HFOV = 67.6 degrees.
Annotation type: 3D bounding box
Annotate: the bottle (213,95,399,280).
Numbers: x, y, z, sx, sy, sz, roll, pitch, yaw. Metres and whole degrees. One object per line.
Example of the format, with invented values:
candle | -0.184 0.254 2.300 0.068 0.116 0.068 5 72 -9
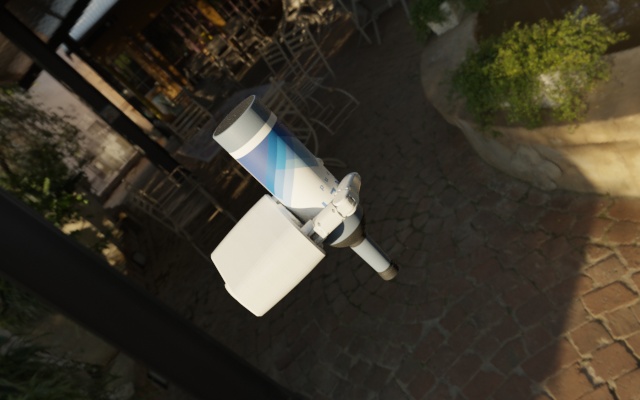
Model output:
bottle | 0.000 0.002 0.584 0.296 0.069 0.069 45 -22 -24
